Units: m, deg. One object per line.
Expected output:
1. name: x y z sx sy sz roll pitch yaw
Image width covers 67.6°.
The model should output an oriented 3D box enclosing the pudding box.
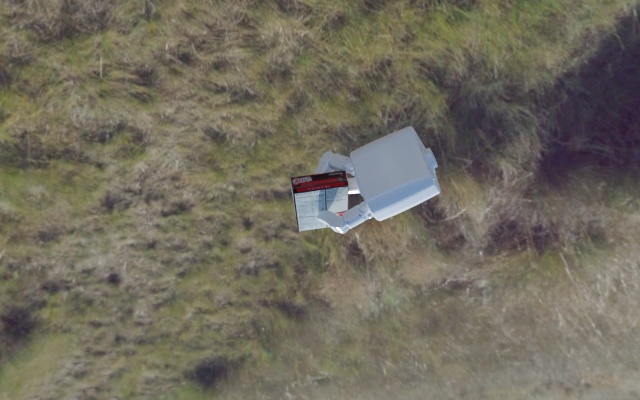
1. pudding box: 0.000 0.003 0.788 0.090 0.039 0.114 -7 -39 -3
